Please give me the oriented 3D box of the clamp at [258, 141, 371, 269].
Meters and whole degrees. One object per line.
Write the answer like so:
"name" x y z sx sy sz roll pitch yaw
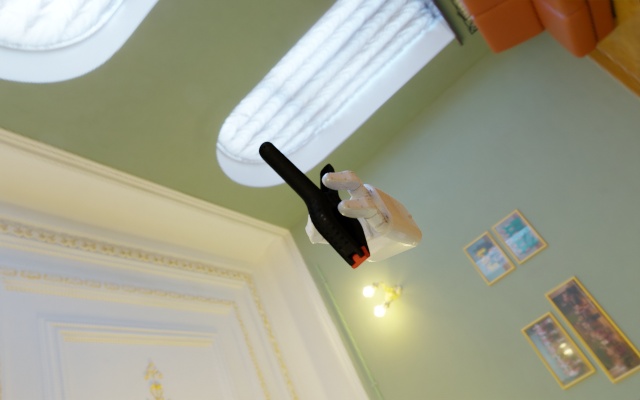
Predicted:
"clamp" 0.000 0.003 0.675 0.036 0.209 0.164 -45 -38 23
